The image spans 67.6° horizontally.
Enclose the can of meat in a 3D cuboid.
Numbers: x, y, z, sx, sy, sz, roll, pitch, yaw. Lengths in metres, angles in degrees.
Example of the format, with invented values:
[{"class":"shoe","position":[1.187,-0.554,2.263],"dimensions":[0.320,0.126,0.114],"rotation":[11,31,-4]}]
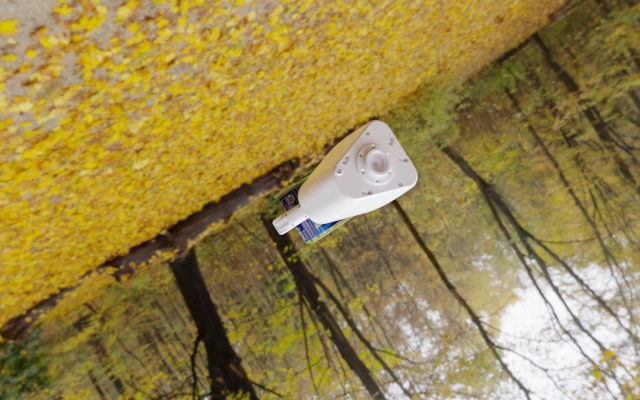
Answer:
[{"class":"can of meat","position":[0.000,0.003,0.682],"dimensions":[0.102,0.084,0.057],"rotation":[-32,-1,-30]}]
